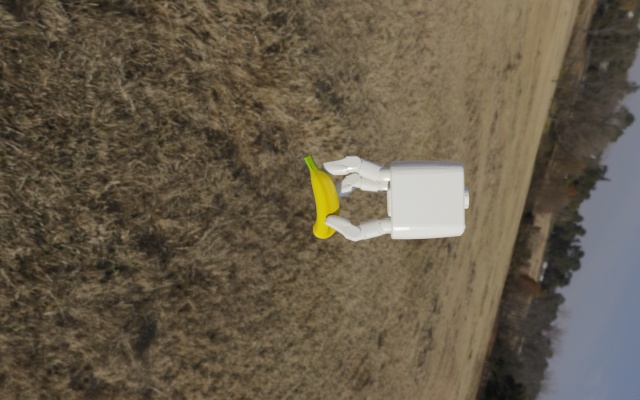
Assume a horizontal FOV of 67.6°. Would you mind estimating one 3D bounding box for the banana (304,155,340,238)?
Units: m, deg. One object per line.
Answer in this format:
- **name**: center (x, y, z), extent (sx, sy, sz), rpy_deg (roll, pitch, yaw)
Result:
- **banana**: center (0.006, 0.014, 0.774), extent (0.037, 0.069, 0.198), rpy_deg (-17, -38, -11)
